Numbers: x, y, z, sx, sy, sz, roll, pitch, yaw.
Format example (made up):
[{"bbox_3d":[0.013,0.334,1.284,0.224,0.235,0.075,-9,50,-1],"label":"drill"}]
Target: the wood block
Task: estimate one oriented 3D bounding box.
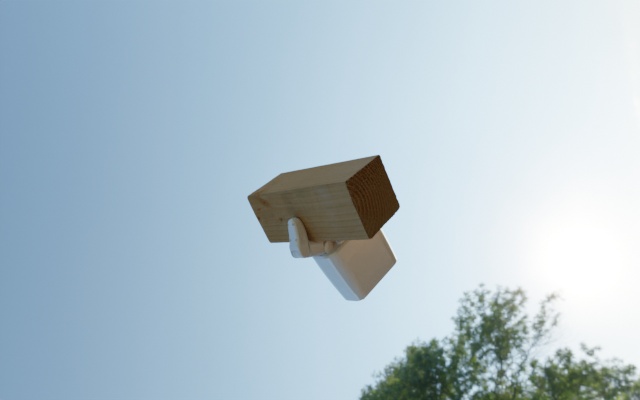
[{"bbox_3d":[0.000,0.003,0.718,0.206,0.090,0.090,-7,24,44],"label":"wood block"}]
